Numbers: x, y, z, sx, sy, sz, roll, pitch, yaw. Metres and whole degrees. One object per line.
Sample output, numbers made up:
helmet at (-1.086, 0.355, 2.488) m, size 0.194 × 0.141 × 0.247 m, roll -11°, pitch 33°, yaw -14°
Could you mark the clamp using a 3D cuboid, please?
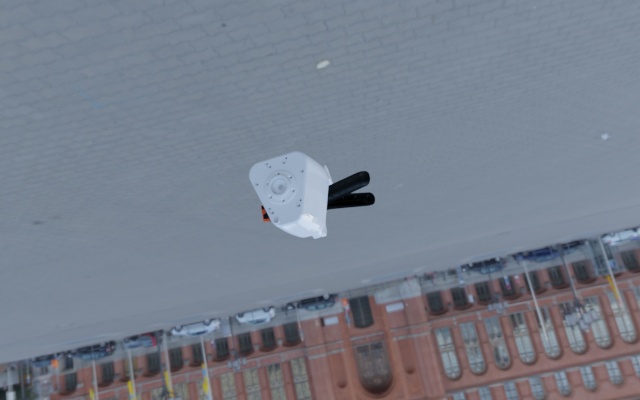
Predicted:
clamp at (0.000, 0.004, 0.851) m, size 0.210 × 0.036 × 0.164 m, roll -15°, pitch -16°, yaw 13°
